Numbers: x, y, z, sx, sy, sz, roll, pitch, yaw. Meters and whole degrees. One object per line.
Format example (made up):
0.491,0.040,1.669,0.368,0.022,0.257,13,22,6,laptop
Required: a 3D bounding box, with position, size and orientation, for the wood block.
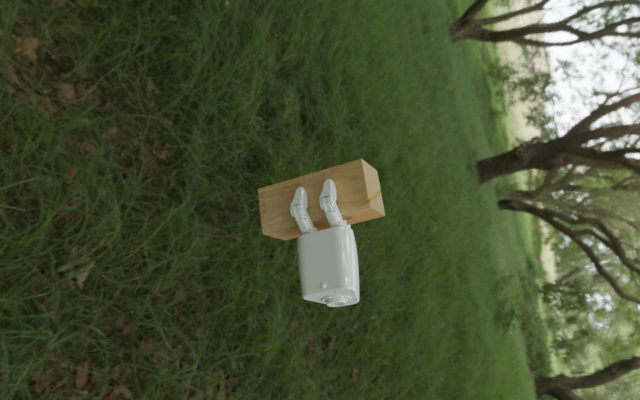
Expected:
0.000,0.003,0.867,0.206,0.090,0.091,-15,-17,21,wood block
